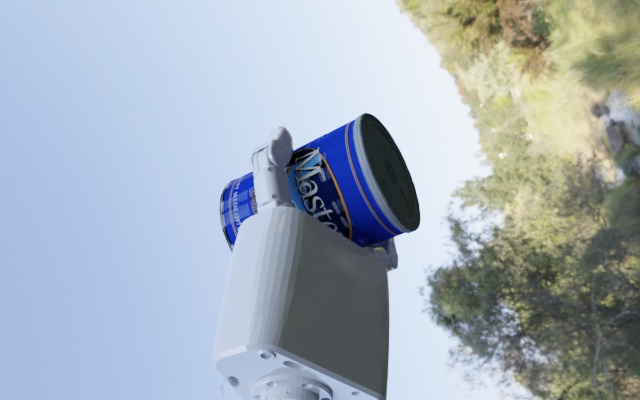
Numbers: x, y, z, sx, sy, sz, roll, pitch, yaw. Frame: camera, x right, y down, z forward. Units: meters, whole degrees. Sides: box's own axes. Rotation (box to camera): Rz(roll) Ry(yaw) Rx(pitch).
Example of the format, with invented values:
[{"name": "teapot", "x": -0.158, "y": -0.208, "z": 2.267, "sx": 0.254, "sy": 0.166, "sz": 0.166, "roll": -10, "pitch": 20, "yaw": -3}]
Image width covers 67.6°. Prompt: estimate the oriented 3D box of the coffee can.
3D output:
[{"name": "coffee can", "x": 0.000, "y": 0.001, "z": 0.412, "sx": 0.140, "sy": 0.103, "sz": 0.103, "roll": -24, "pitch": -10, "yaw": 25}]
